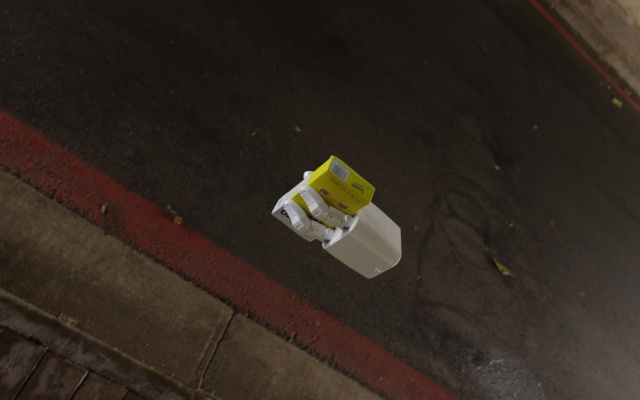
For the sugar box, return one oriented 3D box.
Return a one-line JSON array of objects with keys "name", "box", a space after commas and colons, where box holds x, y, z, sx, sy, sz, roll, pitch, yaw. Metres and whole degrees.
[{"name": "sugar box", "box": [0.000, 0.003, 0.820, 0.093, 0.048, 0.176, 38, -45, -14]}]
